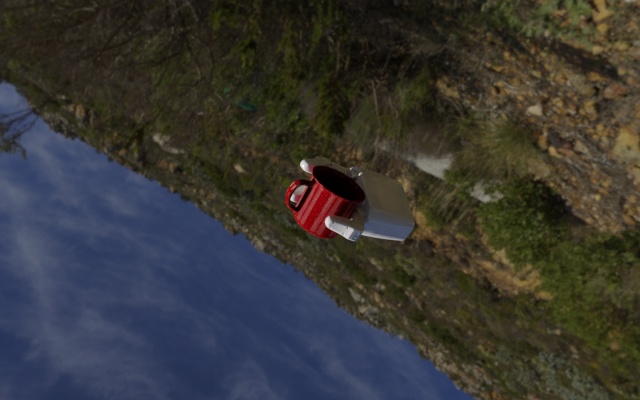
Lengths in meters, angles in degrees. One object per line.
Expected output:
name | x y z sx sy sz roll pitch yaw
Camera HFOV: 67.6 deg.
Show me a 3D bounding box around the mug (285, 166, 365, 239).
mug | -0.001 0.002 0.738 0.117 0.081 0.093 14 29 -31
